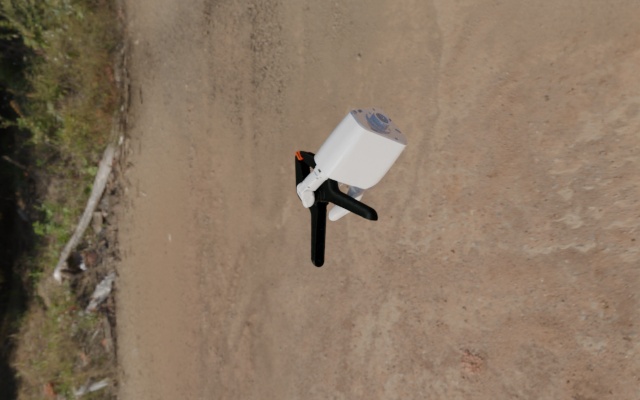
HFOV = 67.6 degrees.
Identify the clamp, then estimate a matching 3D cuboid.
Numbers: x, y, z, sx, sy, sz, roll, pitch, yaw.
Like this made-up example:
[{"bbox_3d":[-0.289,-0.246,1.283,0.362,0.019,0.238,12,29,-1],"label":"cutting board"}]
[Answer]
[{"bbox_3d":[-0.001,0.002,0.851,0.036,0.210,0.165,3,-44,-46],"label":"clamp"}]
